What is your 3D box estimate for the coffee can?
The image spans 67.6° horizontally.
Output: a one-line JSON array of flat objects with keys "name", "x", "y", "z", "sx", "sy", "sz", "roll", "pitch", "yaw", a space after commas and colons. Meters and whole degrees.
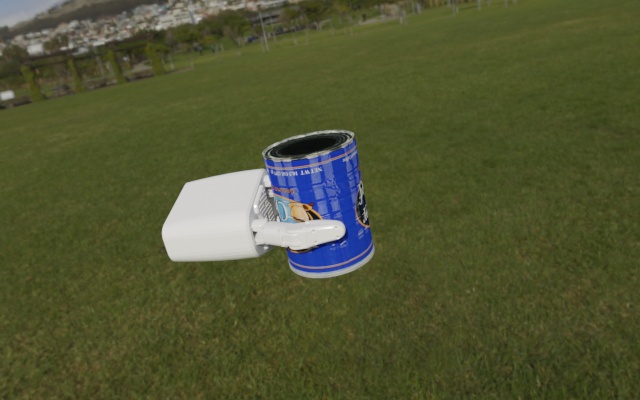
[{"name": "coffee can", "x": 0.000, "y": 0.002, "z": 0.542, "sx": 0.103, "sy": 0.140, "sz": 0.102, "roll": -10, "pitch": 20, "yaw": 4}]
